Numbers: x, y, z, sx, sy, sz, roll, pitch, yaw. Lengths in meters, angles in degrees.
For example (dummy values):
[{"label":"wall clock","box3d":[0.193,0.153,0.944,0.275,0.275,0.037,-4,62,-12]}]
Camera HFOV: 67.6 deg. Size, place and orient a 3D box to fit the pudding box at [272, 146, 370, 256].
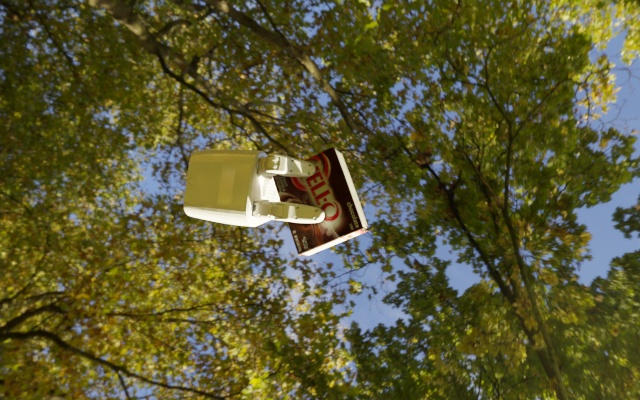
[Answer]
[{"label":"pudding box","box3d":[0.000,0.002,0.598,0.090,0.113,0.039,-24,-14,17]}]
